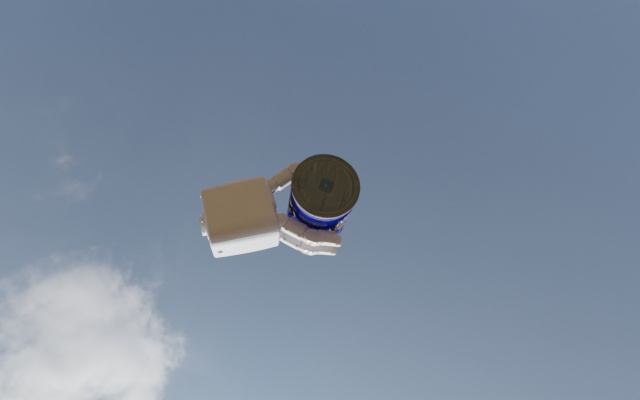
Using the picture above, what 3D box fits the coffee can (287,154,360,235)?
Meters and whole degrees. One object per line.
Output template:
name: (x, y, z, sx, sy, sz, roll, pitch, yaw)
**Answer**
coffee can: (0.000, 0.002, 0.763, 0.103, 0.102, 0.140, 0, -21, -7)
